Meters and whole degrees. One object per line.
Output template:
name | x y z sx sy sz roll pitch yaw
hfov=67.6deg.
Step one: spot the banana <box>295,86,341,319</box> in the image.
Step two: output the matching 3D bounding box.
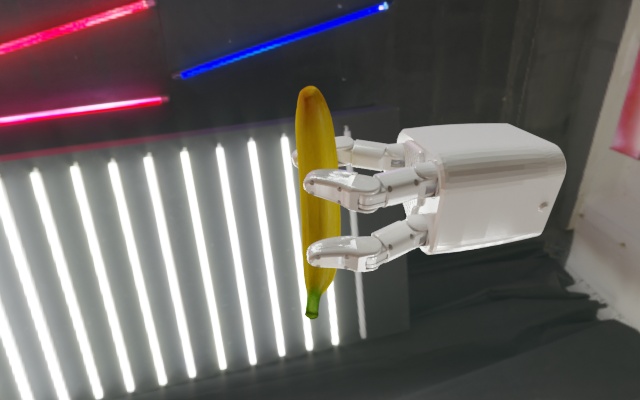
banana | -0.001 0.000 0.420 0.037 0.198 0.069 -3 15 -1
